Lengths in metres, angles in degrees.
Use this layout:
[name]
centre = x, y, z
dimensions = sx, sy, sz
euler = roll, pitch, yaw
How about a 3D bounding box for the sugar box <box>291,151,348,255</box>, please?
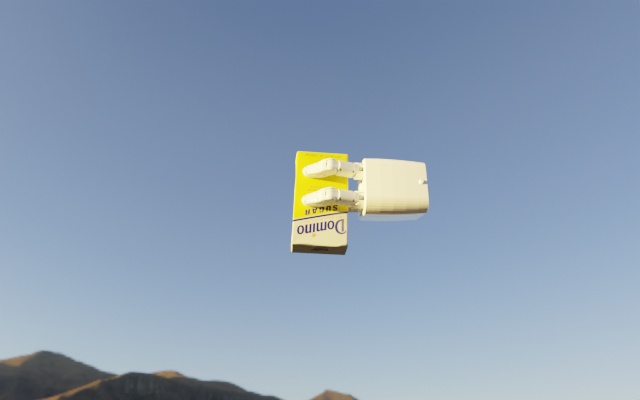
[sugar box]
centre = 0.000, 0.002, 0.814
dimensions = 0.093, 0.176, 0.048
euler = 2, -29, -3
